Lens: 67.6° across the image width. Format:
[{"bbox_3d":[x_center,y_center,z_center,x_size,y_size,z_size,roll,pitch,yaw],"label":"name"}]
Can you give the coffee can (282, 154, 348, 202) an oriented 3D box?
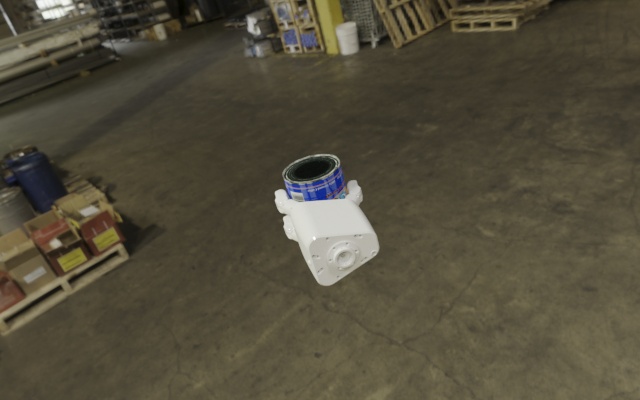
[{"bbox_3d":[0.000,0.003,0.850,0.103,0.140,0.102,-12,29,7],"label":"coffee can"}]
